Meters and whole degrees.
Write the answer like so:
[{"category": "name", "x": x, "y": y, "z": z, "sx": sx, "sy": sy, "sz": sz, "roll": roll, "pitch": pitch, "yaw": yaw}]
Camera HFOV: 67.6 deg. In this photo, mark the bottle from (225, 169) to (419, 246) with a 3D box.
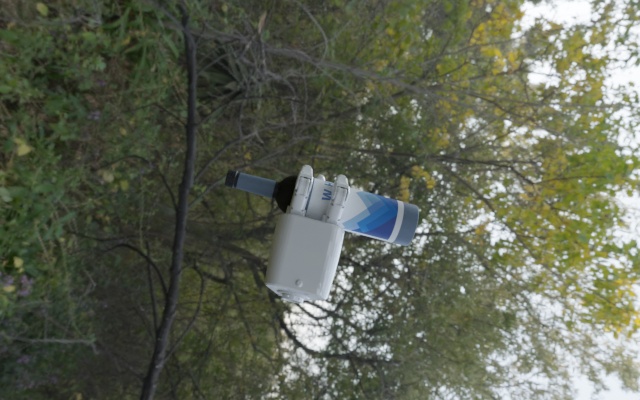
[{"category": "bottle", "x": 0.000, "y": 0.002, "z": 0.737, "sx": 0.296, "sy": 0.069, "sz": 0.069, "roll": 15, "pitch": -1, "yaw": -5}]
